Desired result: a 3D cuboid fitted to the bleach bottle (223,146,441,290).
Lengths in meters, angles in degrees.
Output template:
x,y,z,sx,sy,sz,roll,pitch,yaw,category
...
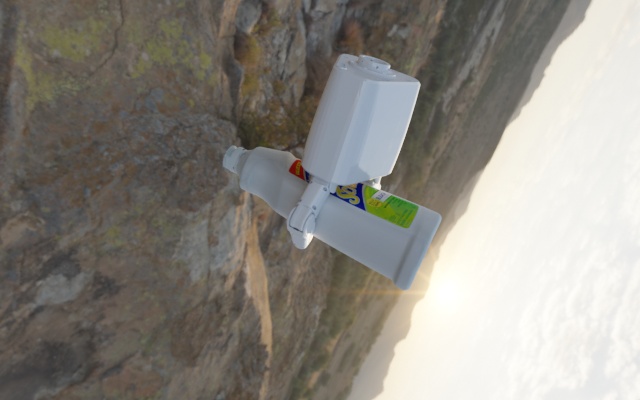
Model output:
x,y,z,sx,sy,sz,roll,pitch,yaw,category
0.000,0.002,0.526,0.251,0.068,0.102,25,28,14,bleach bottle
